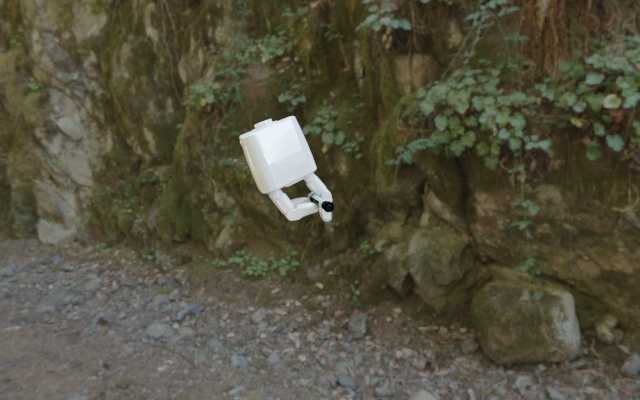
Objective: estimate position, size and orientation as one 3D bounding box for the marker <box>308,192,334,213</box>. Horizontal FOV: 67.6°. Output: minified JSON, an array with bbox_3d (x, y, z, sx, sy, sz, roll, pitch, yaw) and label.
[{"bbox_3d":[0.000,0.003,0.851,0.020,0.020,0.121,0,9,-15],"label":"marker"}]
